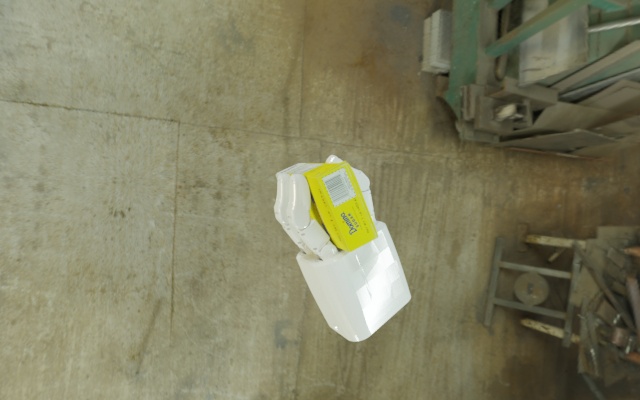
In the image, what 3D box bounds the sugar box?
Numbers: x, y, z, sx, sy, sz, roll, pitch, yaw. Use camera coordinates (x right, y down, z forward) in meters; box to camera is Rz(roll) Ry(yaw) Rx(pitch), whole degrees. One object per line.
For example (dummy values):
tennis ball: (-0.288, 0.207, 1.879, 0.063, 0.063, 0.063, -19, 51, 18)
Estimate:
sugar box: (0.000, 0.002, 0.586, 0.048, 0.093, 0.176, -26, 11, -19)
